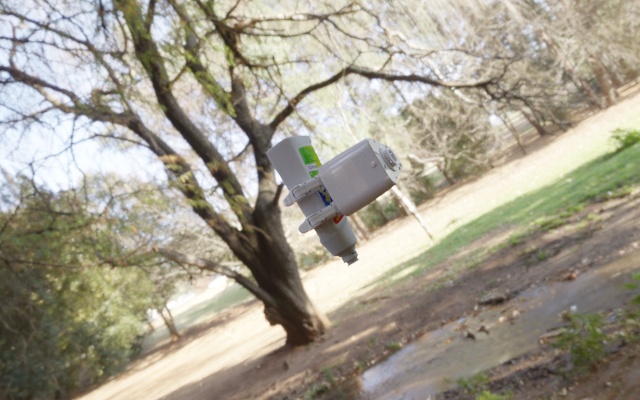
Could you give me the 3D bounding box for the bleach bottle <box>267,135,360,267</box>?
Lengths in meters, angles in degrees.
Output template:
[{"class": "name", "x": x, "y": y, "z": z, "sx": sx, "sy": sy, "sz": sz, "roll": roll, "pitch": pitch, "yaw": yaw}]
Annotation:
[{"class": "bleach bottle", "x": 0.000, "y": 0.003, "z": 0.871, "sx": 0.068, "sy": 0.251, "sz": 0.102, "roll": -33, "pitch": -6, "yaw": 26}]
